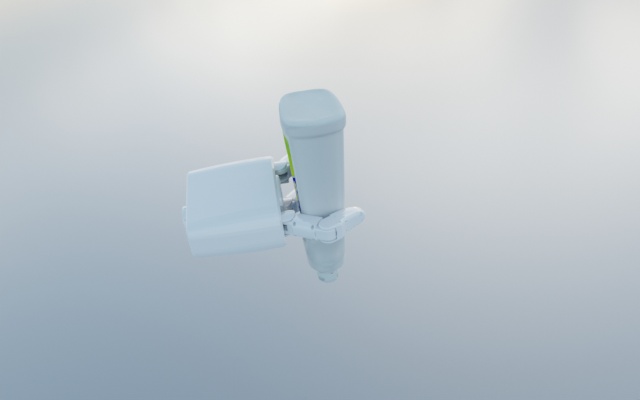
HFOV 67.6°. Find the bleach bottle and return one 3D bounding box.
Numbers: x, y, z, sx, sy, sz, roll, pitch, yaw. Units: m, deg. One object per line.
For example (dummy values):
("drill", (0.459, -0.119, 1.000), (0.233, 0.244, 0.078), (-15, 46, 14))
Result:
("bleach bottle", (0.000, 0.002, 0.573), (0.068, 0.251, 0.102), (-9, 33, -4))
